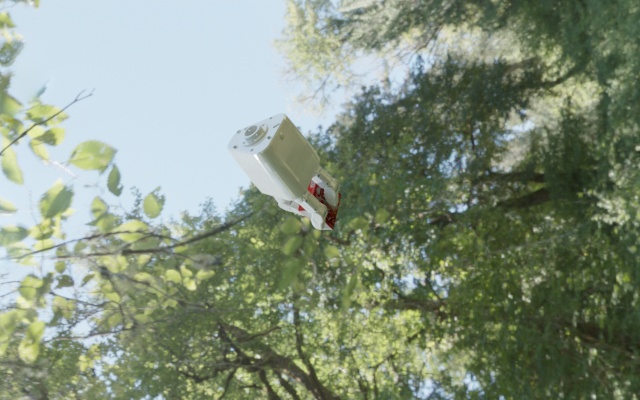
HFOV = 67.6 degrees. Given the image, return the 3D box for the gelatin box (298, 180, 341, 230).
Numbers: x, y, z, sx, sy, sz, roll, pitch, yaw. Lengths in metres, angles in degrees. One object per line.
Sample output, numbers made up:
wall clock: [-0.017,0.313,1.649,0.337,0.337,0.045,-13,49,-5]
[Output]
gelatin box: [0.000,0.003,0.861,0.030,0.073,0.089,-1,-27,32]
